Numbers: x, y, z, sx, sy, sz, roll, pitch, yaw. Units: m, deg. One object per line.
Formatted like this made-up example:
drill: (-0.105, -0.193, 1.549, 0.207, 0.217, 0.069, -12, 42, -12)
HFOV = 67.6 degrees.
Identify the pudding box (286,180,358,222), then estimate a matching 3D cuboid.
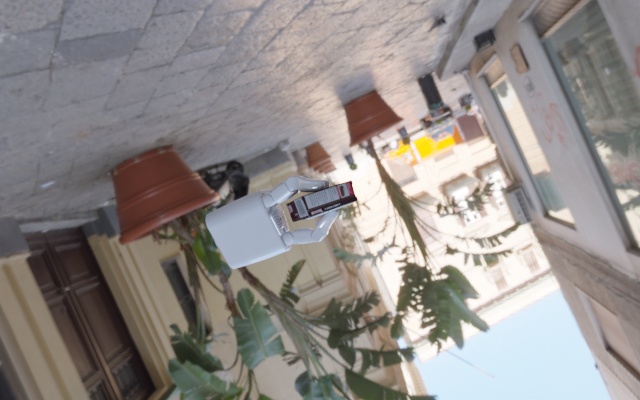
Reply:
pudding box: (0.000, 0.003, 0.794, 0.090, 0.039, 0.113, -19, 1, -17)
